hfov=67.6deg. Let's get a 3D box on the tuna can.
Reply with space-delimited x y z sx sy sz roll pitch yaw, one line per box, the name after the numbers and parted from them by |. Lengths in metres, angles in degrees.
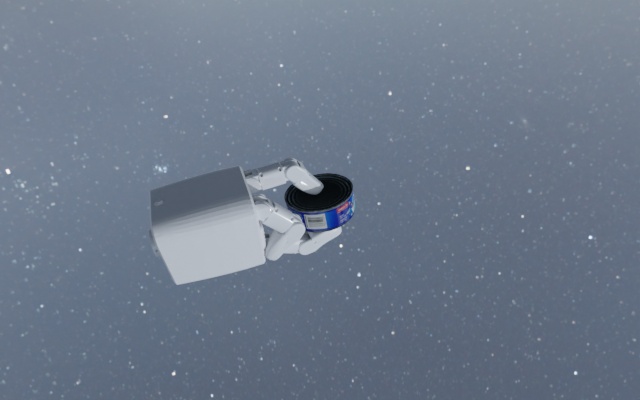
0.000 0.002 0.595 0.086 0.034 0.086 -8 33 5 | tuna can
